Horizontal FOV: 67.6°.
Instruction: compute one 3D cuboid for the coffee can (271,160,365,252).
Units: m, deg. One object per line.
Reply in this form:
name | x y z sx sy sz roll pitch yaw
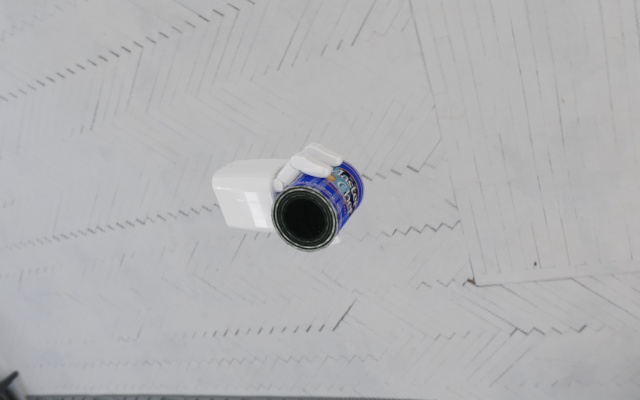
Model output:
coffee can | 0.000 0.002 0.731 0.103 0.103 0.140 0 21 21
